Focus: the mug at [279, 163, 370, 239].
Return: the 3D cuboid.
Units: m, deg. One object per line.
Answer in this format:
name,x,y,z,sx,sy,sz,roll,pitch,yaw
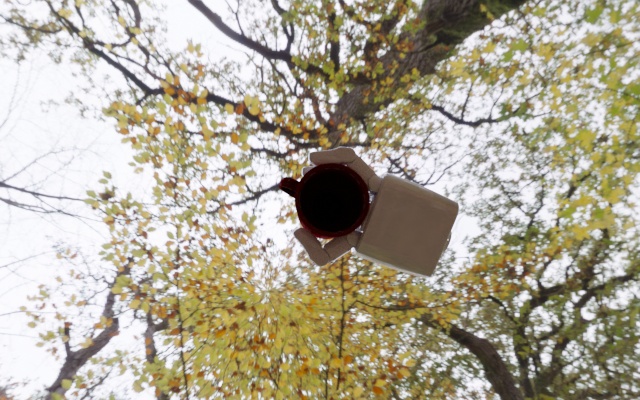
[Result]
mug,-0.001,0.002,0.622,0.117,0.093,0.081,22,-12,-1
